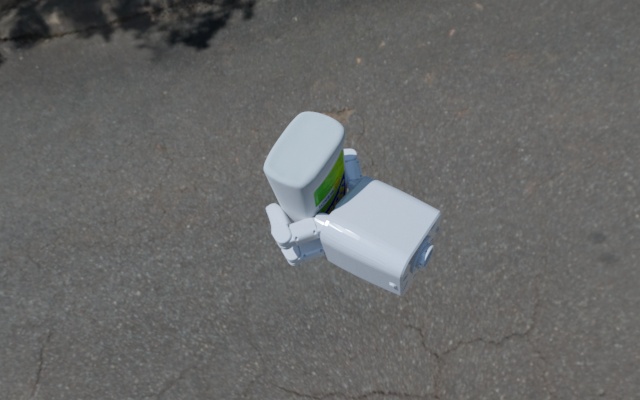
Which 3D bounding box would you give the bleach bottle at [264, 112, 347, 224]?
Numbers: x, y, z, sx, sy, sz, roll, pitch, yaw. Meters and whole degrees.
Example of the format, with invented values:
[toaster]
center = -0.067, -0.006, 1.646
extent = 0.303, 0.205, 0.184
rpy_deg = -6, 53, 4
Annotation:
[bleach bottle]
center = 0.000, 0.002, 0.627
extent = 0.068, 0.102, 0.251
rpy_deg = 25, -21, 22
